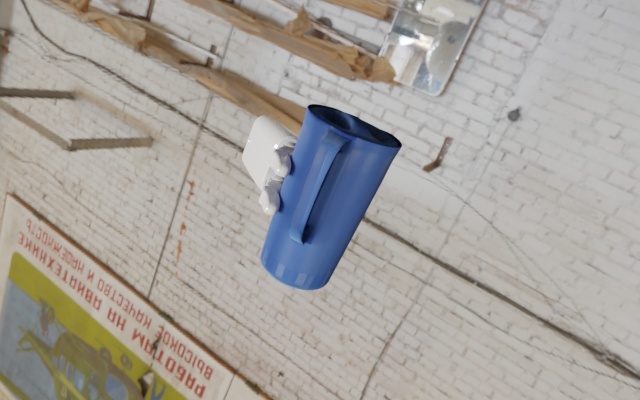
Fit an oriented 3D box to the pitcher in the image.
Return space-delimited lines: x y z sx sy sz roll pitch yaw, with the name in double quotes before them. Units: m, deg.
"pitcher" 0.000 0.002 0.652 0.149 0.243 0.145 9 24 -34
